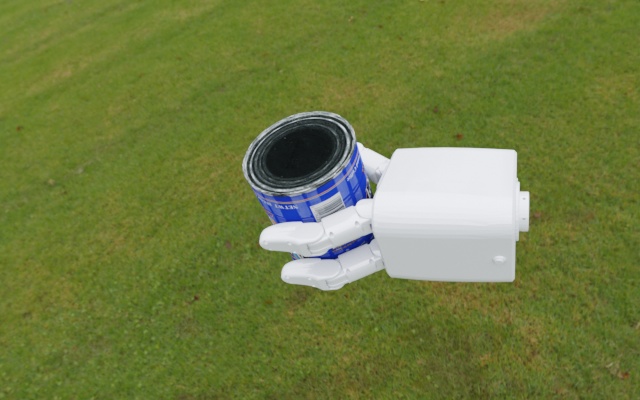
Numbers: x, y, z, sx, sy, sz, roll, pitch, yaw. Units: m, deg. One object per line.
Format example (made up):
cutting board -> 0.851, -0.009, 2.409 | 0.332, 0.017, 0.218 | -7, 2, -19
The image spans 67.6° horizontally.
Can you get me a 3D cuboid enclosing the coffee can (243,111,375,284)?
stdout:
coffee can -> 0.000, 0.002, 0.459 | 0.103, 0.102, 0.140 | 0, -40, 22
